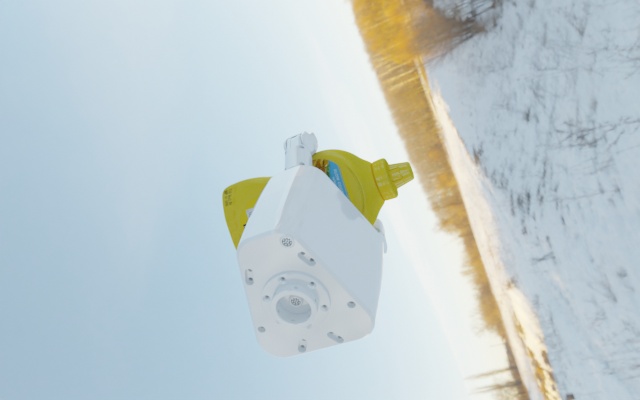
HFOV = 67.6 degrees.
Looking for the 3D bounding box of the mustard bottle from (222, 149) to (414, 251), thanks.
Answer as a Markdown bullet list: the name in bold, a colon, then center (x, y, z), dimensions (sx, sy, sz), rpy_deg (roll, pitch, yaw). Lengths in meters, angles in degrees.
- **mustard bottle**: center (0.000, 0.002, 0.481), dimensions (0.191, 0.096, 0.058), rpy_deg (-19, -3, 17)
